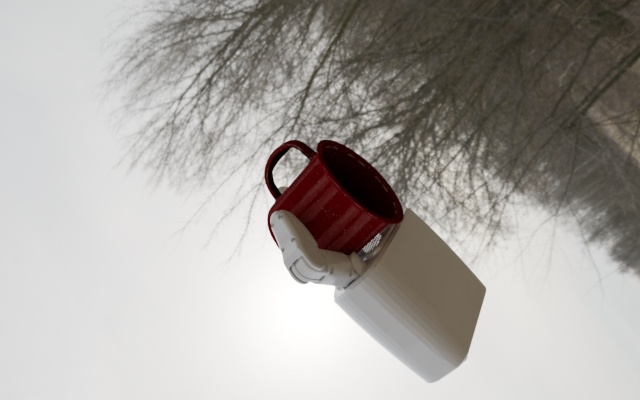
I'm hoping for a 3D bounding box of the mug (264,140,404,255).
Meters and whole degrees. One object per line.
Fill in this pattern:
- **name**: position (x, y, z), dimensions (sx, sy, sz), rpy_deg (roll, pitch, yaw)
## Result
- **mug**: position (-0.001, 0.000, 0.404), dimensions (0.081, 0.117, 0.093), rpy_deg (-46, 1, 25)
